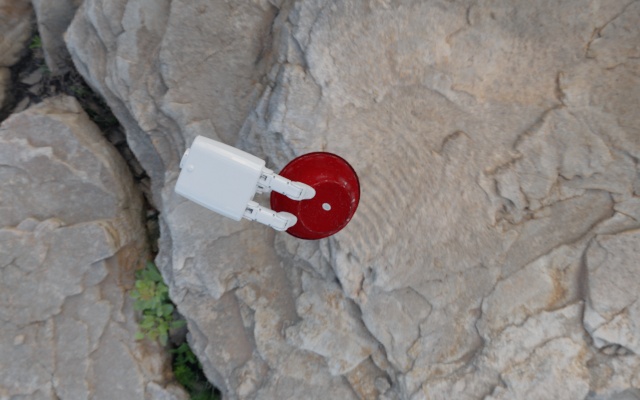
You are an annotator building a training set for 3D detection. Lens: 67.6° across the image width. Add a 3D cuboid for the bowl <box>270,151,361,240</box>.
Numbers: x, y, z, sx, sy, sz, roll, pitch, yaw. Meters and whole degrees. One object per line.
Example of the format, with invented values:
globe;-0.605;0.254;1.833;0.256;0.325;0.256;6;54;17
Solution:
bowl;0.002;0.003;0.796;0.162;0.162;0.055;0;20;-18
